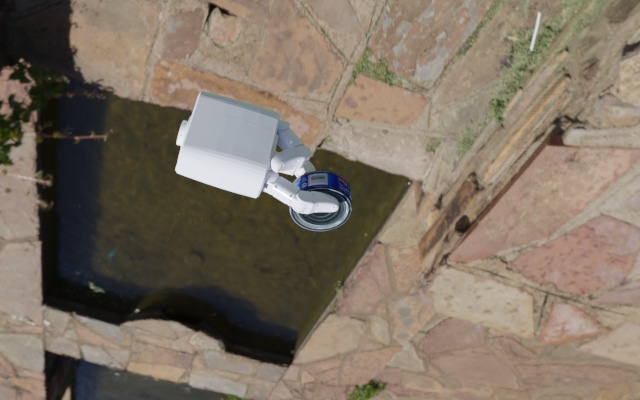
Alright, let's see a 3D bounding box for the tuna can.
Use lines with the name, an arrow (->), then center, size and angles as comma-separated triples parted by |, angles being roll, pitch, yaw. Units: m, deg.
tuna can -> 0.000, 0.003, 0.645 | 0.086, 0.086, 0.033 | -1, 45, -1
